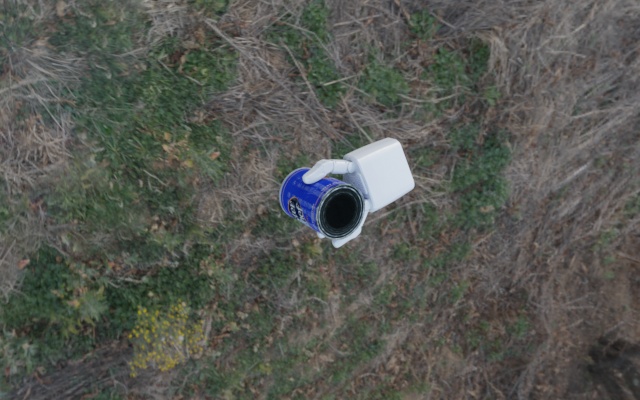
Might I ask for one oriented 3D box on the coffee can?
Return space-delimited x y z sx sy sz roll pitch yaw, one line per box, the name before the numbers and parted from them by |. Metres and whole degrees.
coffee can | 0.000 0.003 0.883 0.103 0.103 0.140 0 15 -33
